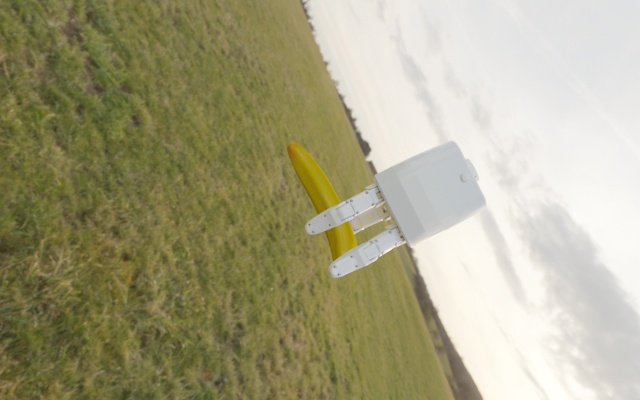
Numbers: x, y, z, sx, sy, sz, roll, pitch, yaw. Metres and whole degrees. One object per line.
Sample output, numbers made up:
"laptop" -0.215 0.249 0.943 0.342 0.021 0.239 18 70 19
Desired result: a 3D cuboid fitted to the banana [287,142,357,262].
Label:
"banana" 0.008 0.010 0.633 0.037 0.197 0.070 -28 -25 11
